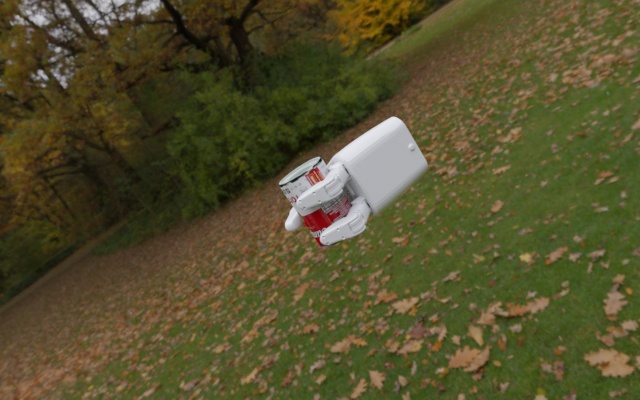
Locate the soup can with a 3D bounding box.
[{"bbox_3d":[0.000,0.002,0.633,0.068,0.102,0.068,-32,13,8],"label":"soup can"}]
